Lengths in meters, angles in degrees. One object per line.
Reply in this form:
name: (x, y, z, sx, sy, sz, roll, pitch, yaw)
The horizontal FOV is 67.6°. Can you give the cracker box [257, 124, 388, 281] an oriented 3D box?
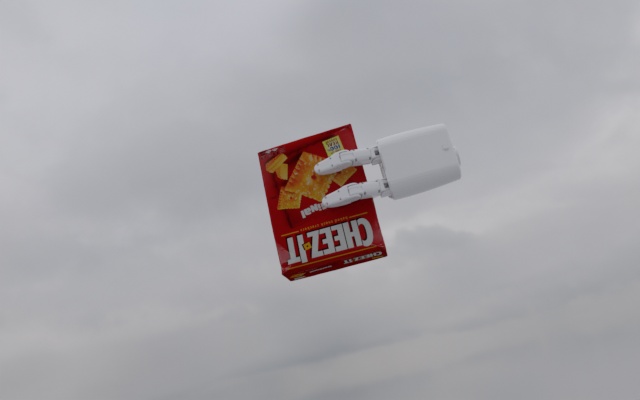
cracker box: (0.000, 0.002, 0.764, 0.164, 0.213, 0.072, -16, -20, 6)
